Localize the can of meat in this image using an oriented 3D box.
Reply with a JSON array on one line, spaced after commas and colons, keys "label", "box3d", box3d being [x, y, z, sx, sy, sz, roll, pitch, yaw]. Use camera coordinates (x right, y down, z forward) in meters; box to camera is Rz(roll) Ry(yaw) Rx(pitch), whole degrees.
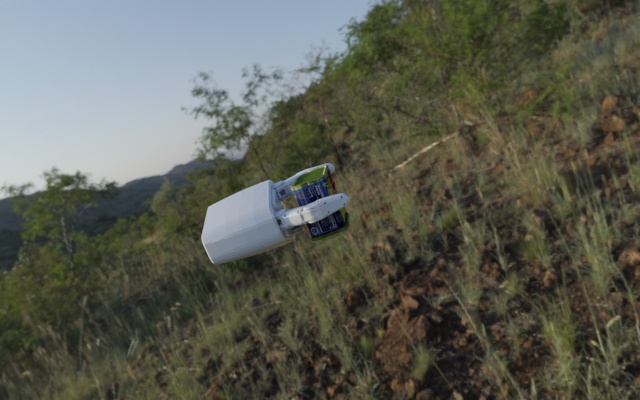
[{"label": "can of meat", "box3d": [0.000, 0.002, 0.681, 0.057, 0.084, 0.102, -21, 12, 8]}]
